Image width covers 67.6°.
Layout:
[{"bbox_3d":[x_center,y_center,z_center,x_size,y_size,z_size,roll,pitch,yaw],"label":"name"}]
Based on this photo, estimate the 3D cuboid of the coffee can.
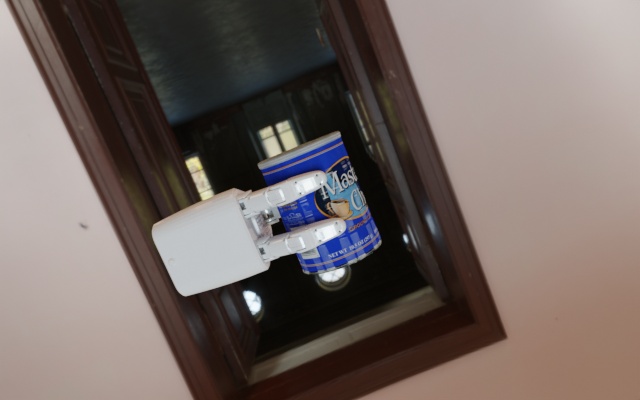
[{"bbox_3d":[0.000,0.002,0.565,0.103,0.140,0.103,-22,9,3],"label":"coffee can"}]
